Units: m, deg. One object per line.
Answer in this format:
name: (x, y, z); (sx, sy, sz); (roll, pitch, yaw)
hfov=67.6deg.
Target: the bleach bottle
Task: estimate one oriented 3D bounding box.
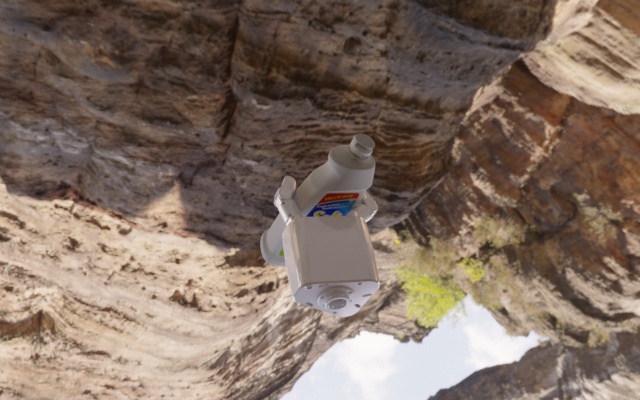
bleach bottle: (0.000, 0.002, 0.703); (0.102, 0.068, 0.251); (11, -47, -23)
